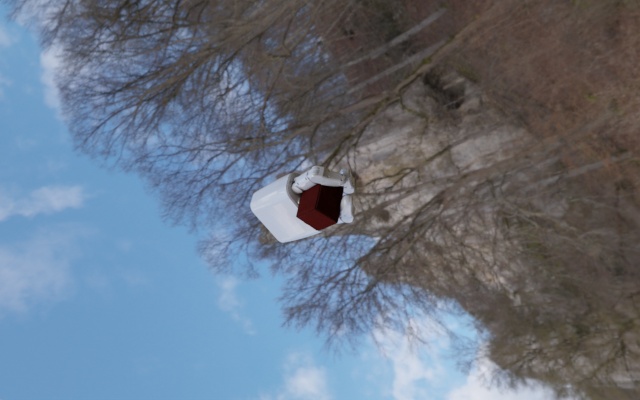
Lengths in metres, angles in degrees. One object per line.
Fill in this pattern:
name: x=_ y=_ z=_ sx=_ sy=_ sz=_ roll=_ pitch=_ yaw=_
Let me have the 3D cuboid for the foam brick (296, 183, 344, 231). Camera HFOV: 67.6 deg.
foam brick: x=0.000 y=0.003 z=0.809 sx=0.053 sy=0.078 sz=0.051 roll=36 pitch=-41 yaw=-30
